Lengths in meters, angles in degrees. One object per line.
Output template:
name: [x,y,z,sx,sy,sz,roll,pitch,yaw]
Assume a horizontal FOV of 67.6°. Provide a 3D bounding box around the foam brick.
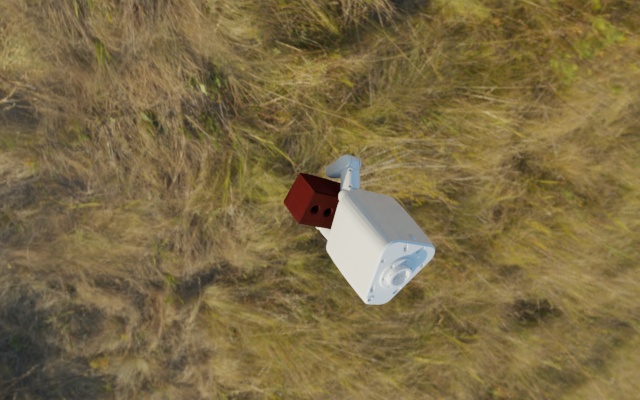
foam brick: [0.000,0.002,0.660,0.078,0.053,0.051,12,28,-37]
